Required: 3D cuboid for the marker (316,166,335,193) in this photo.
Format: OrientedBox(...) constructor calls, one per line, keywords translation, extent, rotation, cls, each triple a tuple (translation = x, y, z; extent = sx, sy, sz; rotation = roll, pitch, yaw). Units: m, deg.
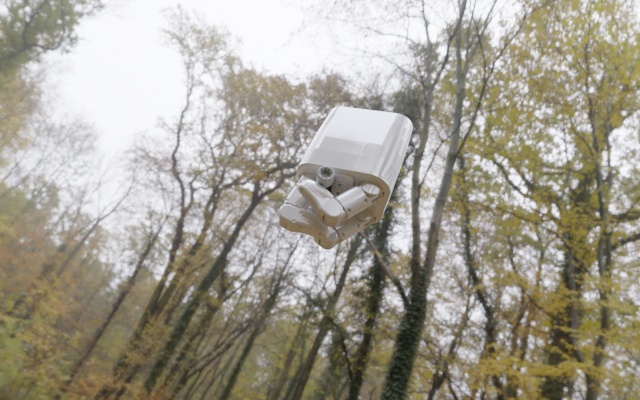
OrientedBox(translation=(0.000, 0.002, 0.559), extent=(0.020, 0.020, 0.121), rotation=(0, -31, -6), cls="marker")
